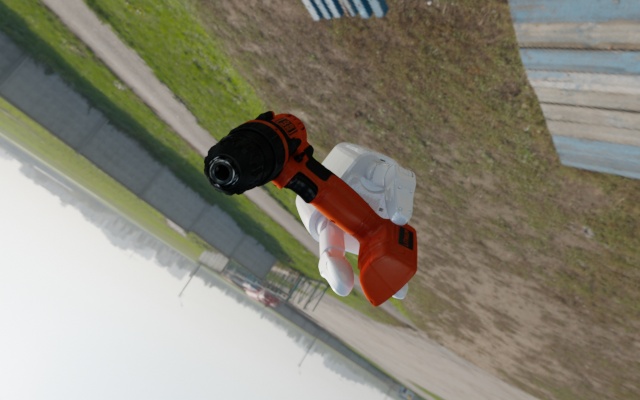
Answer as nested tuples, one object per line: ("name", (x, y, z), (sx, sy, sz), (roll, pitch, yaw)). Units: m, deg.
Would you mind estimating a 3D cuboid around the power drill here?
("power drill", (0.000, 0.002, 0.411), (0.057, 0.187, 0.184), (-44, 4, 21))
